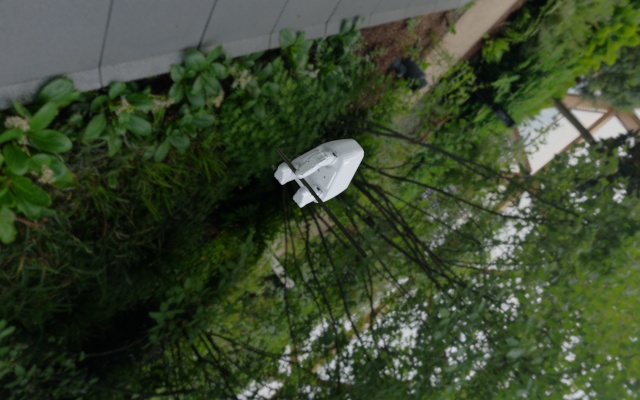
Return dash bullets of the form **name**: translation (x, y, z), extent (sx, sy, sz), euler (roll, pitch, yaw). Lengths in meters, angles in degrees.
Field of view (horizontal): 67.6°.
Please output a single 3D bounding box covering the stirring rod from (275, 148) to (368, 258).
- **stirring rod**: translation (0.000, 0.003, 0.813), extent (0.011, 0.239, 0.011), euler (-39, -9, -7)
